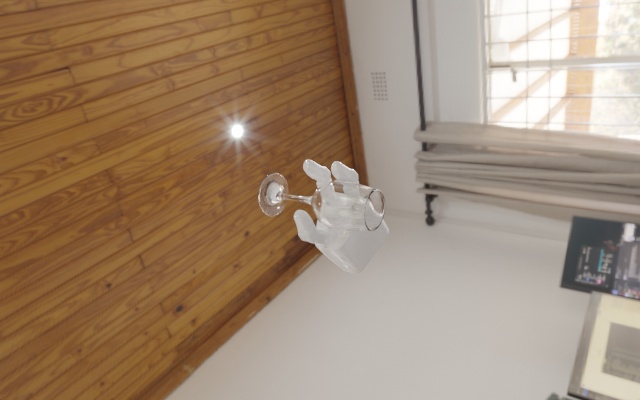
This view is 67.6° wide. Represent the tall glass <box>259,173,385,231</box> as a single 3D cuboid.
[{"bbox_3d":[-0.001,0.002,0.758,0.201,0.079,0.079,9,5,36],"label":"tall glass"}]
